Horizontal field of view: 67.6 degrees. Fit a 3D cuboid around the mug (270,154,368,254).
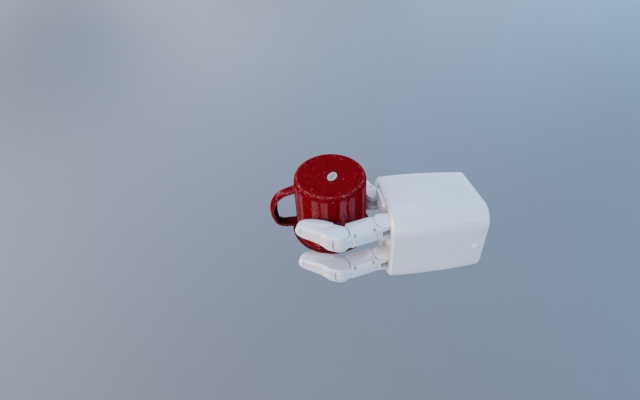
[{"bbox_3d":[-0.001,0.002,0.551,0.117,0.082,0.093,-6,43,-2],"label":"mug"}]
